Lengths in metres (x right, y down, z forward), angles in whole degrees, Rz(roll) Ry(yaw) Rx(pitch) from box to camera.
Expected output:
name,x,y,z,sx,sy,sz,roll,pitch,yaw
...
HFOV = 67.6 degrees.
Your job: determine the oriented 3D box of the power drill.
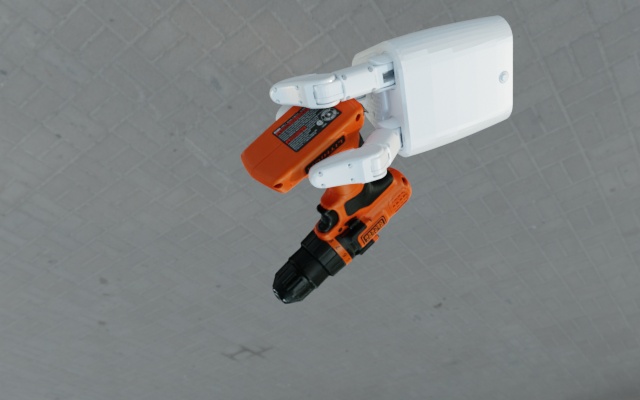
name,x,y,z,sx,sy,sz,roll,pitch,yaw
power drill,0.000,0.001,0.449,0.057,0.184,0.188,38,-12,34
